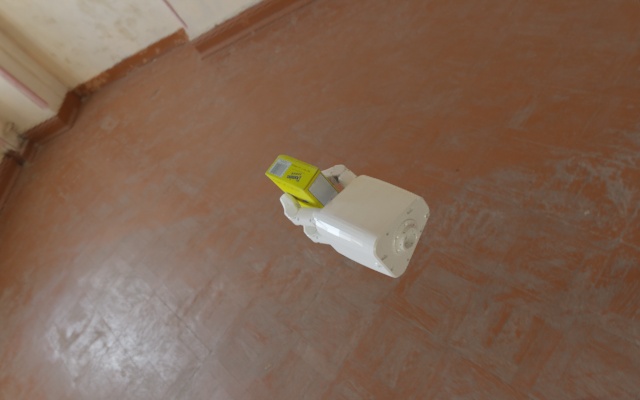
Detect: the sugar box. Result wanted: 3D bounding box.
[{"bbox_3d":[0.000,0.003,0.747,0.093,0.048,0.176,25,-17,44],"label":"sugar box"}]
